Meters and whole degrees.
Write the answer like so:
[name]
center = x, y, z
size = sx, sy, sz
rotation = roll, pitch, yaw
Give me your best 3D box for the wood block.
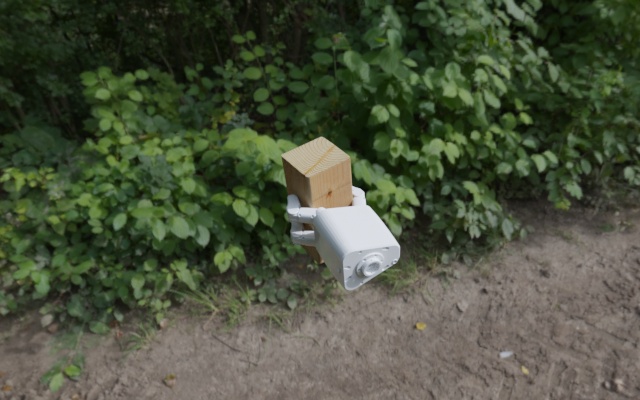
[wood block]
center = 0.001, 0.003, 0.878
size = 0.091, 0.206, 0.090
rotation = -27, 44, -23
